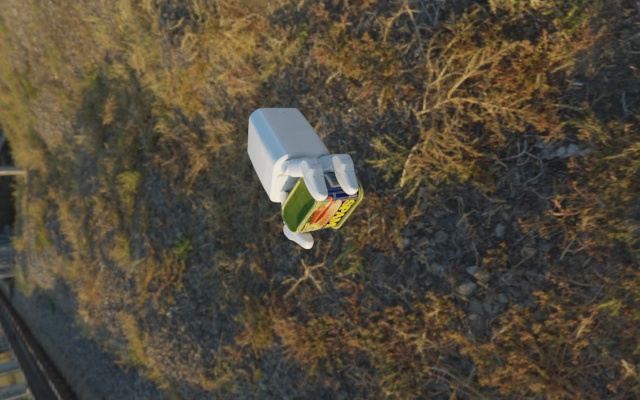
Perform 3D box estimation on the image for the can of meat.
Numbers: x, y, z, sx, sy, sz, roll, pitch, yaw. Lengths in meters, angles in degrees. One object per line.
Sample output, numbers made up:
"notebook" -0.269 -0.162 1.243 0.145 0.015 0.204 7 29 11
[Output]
"can of meat" 0.000 0.002 0.706 0.084 0.057 0.102 -8 -32 -37
